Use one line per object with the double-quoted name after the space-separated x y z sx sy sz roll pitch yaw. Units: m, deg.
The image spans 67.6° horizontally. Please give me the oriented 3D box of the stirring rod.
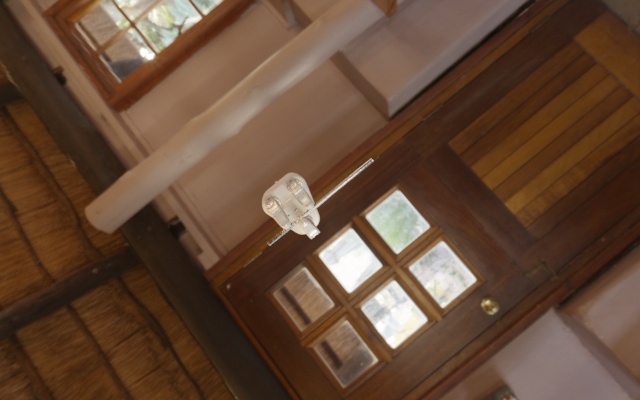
0.000 0.003 0.859 0.239 0.011 0.011 -39 0 0 "stirring rod"
